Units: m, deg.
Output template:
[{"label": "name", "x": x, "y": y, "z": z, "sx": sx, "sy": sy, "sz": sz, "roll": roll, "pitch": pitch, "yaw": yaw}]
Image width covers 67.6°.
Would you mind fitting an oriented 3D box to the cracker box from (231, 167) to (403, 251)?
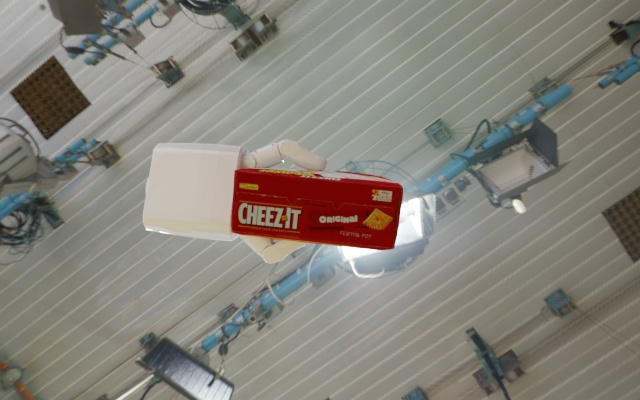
[{"label": "cracker box", "x": 0.000, "y": 0.002, "z": 0.560, "sx": 0.164, "sy": 0.072, "sz": 0.213, "roll": 5, "pitch": 5, "yaw": 3}]
